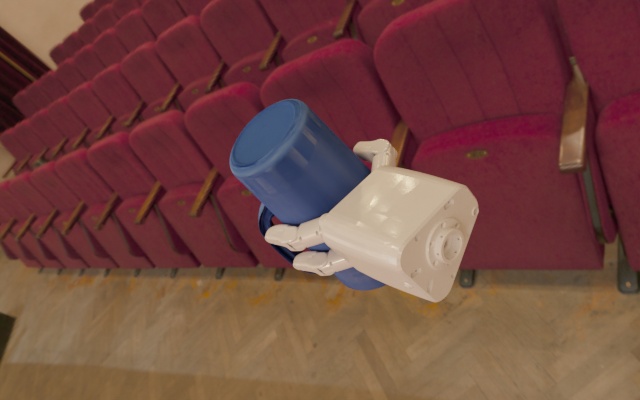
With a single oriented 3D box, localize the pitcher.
[{"bbox_3d":[0.000,0.002,0.578,0.145,0.149,0.243,19,-20,51],"label":"pitcher"}]
